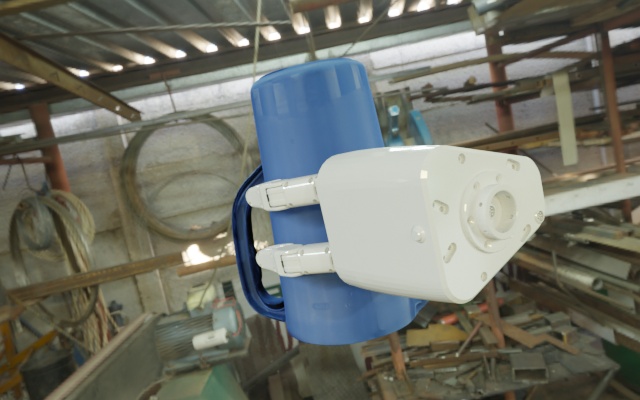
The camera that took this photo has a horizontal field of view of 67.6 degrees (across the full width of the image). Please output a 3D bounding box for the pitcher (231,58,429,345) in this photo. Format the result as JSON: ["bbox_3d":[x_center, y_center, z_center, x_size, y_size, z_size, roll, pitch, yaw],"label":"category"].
[{"bbox_3d":[0.000,0.001,0.452,0.149,0.243,0.145,-16,8,-30],"label":"pitcher"}]
